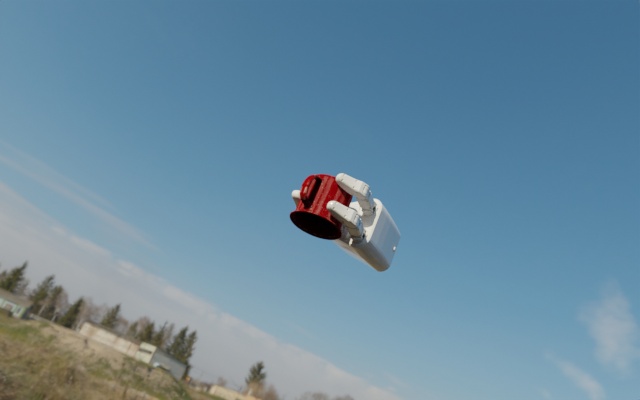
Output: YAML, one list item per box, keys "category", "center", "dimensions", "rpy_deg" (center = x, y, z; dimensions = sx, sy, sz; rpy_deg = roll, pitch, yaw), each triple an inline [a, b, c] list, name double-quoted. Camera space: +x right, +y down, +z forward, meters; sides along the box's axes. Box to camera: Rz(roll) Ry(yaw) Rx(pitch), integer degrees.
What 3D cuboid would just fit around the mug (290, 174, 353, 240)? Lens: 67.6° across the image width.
- category: "mug"
  center: [-0.001, 0.002, 0.801]
  dimensions: [0.093, 0.081, 0.117]
  rpy_deg: [4, -31, 35]
